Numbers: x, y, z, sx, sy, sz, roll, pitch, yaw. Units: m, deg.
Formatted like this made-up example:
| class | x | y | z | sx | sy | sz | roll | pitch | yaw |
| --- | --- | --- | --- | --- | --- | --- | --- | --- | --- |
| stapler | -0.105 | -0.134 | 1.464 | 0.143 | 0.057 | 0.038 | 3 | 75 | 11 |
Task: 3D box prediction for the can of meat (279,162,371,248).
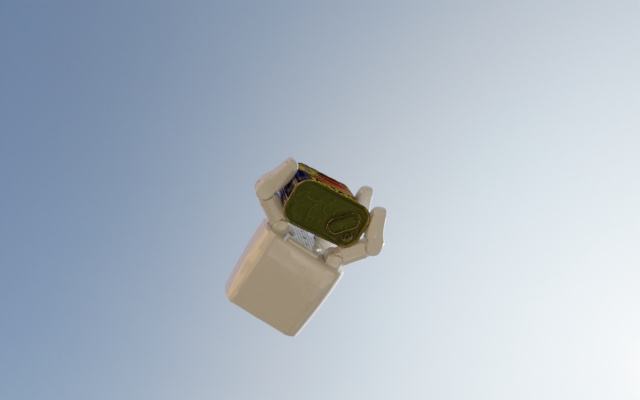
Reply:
| class | x | y | z | sx | sy | sz | roll | pitch | yaw |
| --- | --- | --- | --- | --- | --- | --- | --- | --- | --- |
| can of meat | 0.000 | 0.002 | 0.581 | 0.102 | 0.057 | 0.084 | 27 | 14 | -21 |
